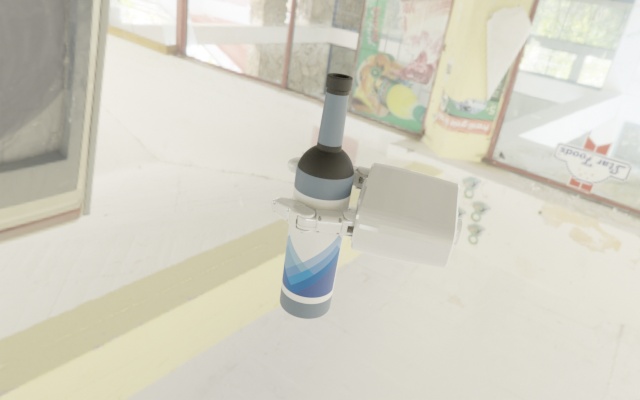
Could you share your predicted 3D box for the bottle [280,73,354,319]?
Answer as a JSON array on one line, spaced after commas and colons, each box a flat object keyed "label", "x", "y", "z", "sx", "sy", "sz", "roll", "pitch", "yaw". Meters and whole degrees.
[{"label": "bottle", "x": 0.000, "y": 0.002, "z": 0.559, "sx": 0.069, "sy": 0.296, "sz": 0.069, "roll": 7, "pitch": 26, "yaw": -3}]
